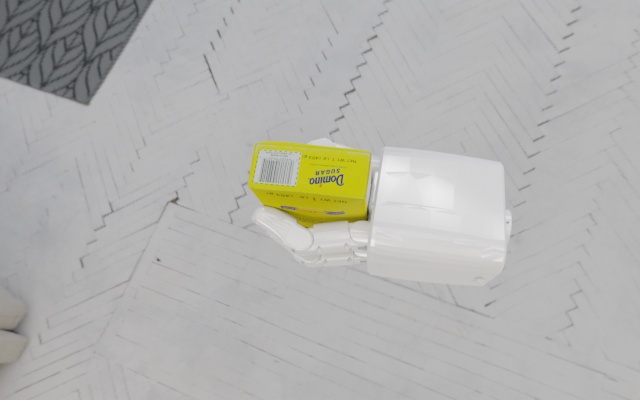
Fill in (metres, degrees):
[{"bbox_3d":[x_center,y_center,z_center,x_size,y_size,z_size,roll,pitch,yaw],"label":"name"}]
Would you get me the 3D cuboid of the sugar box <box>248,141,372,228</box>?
[{"bbox_3d":[0.000,0.002,0.442,0.093,0.048,0.176,7,-18,9],"label":"sugar box"}]
